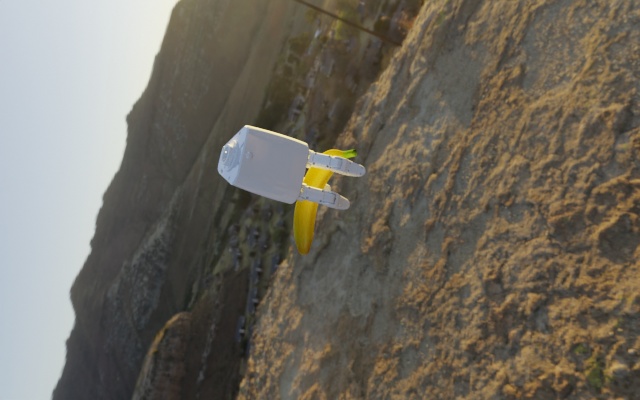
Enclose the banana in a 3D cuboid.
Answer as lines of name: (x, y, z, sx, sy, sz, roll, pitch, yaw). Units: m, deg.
banana: (-0.009, -0.007, 0.809, 0.037, 0.198, 0.069, 17, 12, -40)
